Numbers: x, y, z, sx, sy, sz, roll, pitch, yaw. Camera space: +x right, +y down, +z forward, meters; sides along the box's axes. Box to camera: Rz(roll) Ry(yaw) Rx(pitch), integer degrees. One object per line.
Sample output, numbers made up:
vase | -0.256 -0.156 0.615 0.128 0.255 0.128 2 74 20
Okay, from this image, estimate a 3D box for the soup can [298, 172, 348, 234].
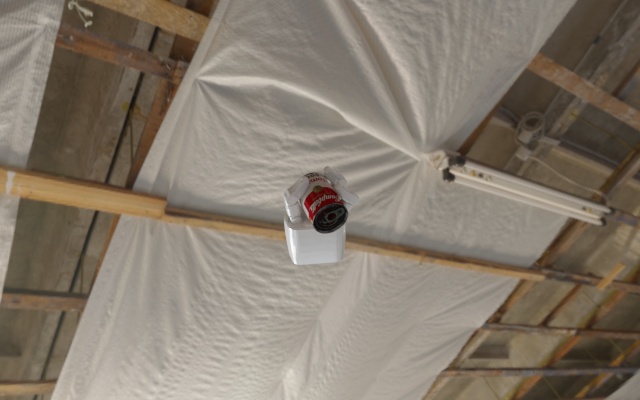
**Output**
soup can | 0.000 0.002 0.878 0.068 0.068 0.102 0 37 -27
